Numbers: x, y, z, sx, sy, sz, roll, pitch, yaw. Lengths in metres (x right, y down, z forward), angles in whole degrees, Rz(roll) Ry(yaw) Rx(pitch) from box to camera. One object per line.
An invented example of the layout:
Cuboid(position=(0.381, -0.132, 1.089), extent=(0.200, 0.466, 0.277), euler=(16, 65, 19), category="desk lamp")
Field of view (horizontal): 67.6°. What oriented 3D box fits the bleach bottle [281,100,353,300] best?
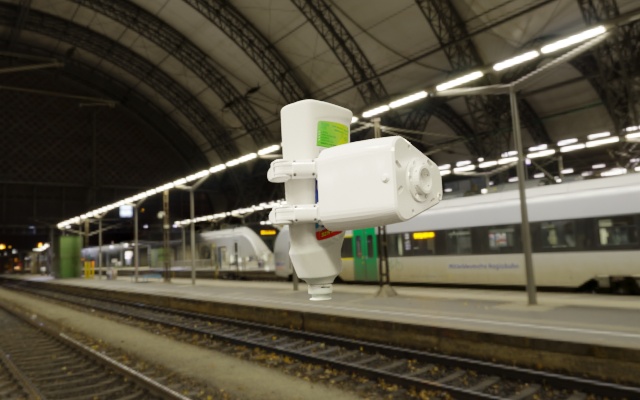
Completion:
Cuboid(position=(0.000, 0.002, 0.629), extent=(0.068, 0.251, 0.102), euler=(-8, -8, 41), category="bleach bottle")
